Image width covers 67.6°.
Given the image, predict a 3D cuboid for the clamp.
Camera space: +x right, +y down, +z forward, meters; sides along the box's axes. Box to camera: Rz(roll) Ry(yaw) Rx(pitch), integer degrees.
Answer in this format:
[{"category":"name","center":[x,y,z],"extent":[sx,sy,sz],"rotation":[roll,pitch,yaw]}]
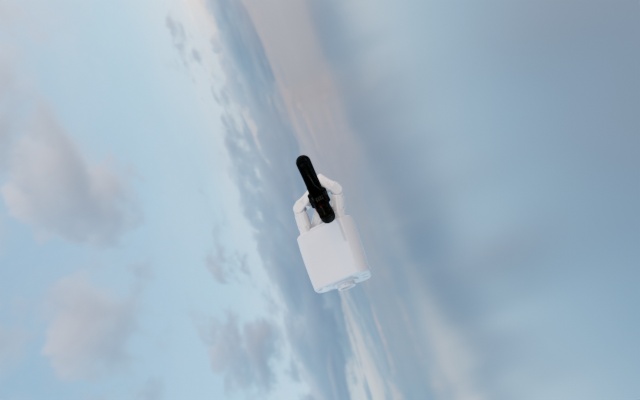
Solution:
[{"category":"clamp","center":[0.000,0.003,0.831],"extent":[0.039,0.120,0.171],"rotation":[-19,-21,3]}]
